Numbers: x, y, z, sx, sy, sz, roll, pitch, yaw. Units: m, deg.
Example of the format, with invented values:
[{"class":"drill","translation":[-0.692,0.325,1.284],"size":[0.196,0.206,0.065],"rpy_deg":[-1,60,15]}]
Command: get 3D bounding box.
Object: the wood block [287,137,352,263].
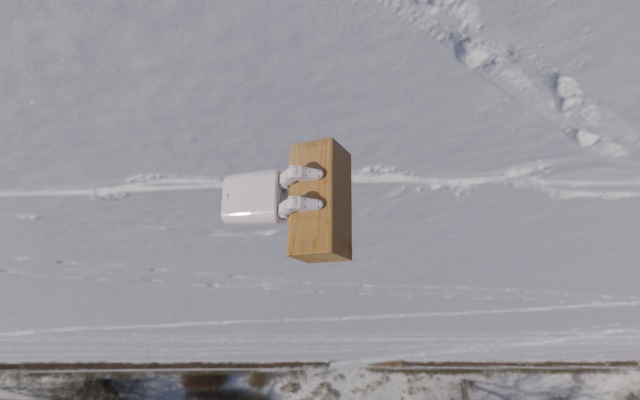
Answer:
[{"class":"wood block","translation":[0.000,0.003,0.864],"size":[0.090,0.206,0.091],"rpy_deg":[-7,-18,25]}]
